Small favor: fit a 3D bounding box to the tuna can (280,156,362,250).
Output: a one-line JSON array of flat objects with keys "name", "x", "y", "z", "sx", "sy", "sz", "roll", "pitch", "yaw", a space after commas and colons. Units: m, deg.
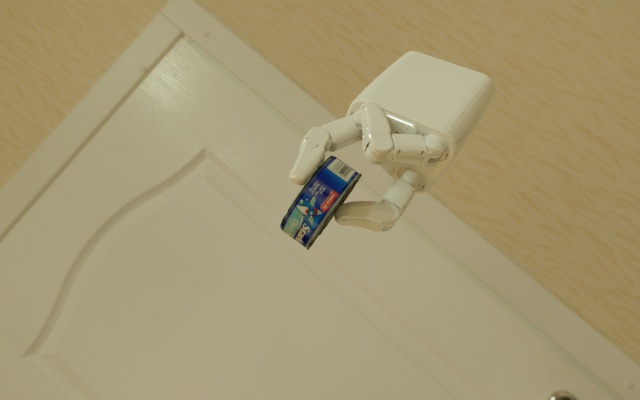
[{"name": "tuna can", "x": 0.000, "y": 0.001, "z": 0.441, "sx": 0.034, "sy": 0.086, "sz": 0.086, "roll": 36, "pitch": 3, "yaw": 4}]
